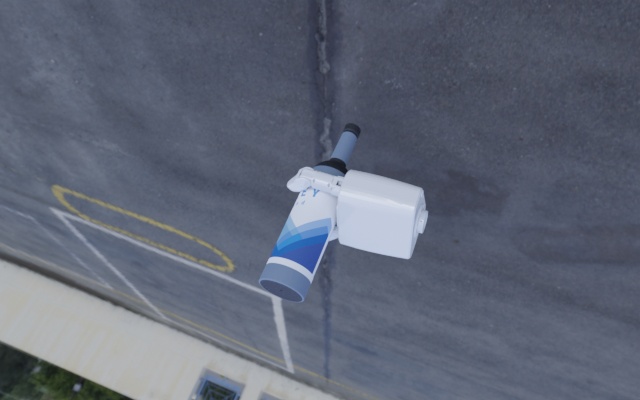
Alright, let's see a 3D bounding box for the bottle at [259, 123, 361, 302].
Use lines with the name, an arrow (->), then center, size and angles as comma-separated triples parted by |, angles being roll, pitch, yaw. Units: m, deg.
bottle -> 0.000, 0.002, 0.707 | 0.069, 0.295, 0.069 | 18, -28, 10
